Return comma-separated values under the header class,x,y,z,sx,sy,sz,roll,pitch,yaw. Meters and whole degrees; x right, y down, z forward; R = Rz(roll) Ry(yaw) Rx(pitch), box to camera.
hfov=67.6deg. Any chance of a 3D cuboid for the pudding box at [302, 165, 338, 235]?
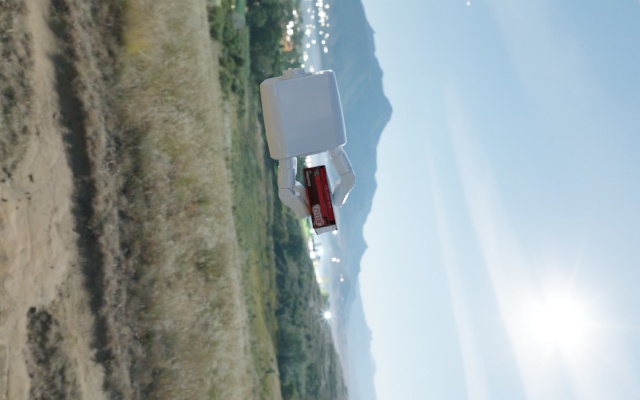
class,x,y,z,sx,sy,sz,roll,pitch,yaw
pudding box,0.000,0.002,0.724,0.039,0.090,0.113,-10,-9,3
